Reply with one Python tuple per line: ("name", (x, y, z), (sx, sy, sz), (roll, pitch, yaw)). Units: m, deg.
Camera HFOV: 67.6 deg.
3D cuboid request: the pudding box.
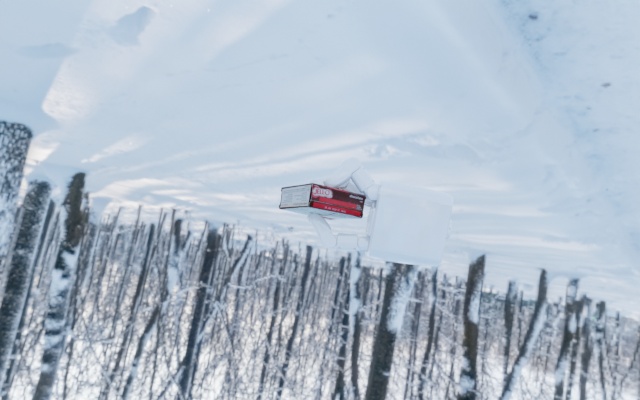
("pudding box", (0.000, 0.003, 0.711), (0.090, 0.039, 0.113), (13, -10, -26))
